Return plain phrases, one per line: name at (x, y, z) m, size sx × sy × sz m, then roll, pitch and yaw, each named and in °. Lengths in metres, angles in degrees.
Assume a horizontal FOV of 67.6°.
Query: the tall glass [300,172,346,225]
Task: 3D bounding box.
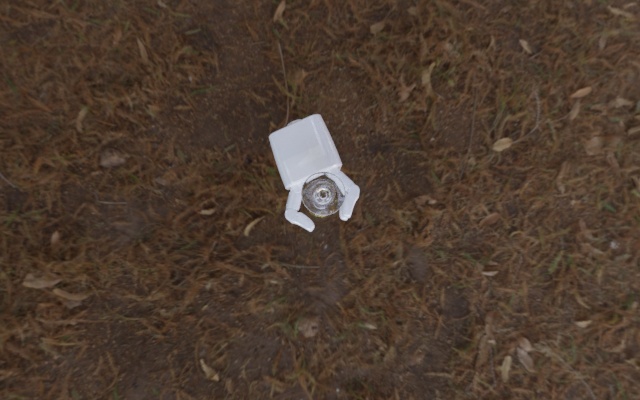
tall glass at (0.000, 0.003, 0.891) m, size 0.079 × 0.079 × 0.201 m, roll 0°, pitch -9°, yaw -3°
